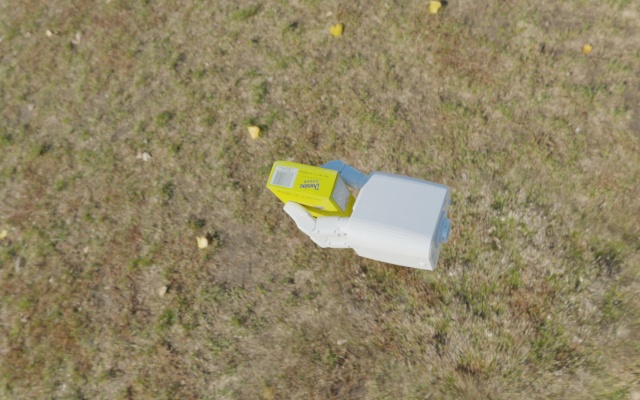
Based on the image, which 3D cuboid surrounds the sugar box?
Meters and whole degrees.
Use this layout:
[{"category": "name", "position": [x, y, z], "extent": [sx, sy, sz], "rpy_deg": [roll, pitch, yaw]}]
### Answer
[{"category": "sugar box", "position": [0.000, 0.003, 0.685], "extent": [0.093, 0.048, 0.176], "rpy_deg": [12, -18, 22]}]
